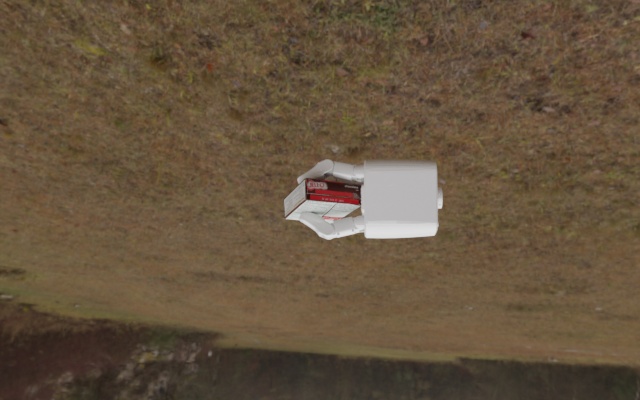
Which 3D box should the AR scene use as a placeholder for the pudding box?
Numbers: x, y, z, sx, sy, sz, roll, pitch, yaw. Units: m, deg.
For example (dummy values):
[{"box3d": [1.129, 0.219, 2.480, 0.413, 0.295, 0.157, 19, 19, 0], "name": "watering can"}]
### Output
[{"box3d": [0.000, 0.003, 0.737, 0.090, 0.039, 0.113, 7, -21, -20], "name": "pudding box"}]
